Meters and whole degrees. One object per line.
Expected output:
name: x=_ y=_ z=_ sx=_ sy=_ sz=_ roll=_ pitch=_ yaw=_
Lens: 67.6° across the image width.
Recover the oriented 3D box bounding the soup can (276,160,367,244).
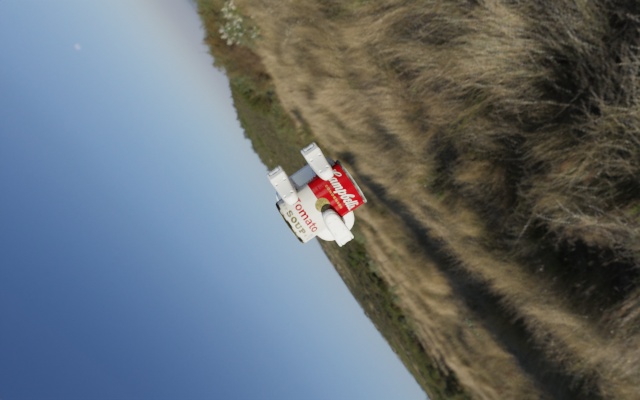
soup can: x=0.000 y=0.002 z=0.632 sx=0.102 sy=0.068 sz=0.068 roll=-34 pitch=-1 yaw=1
